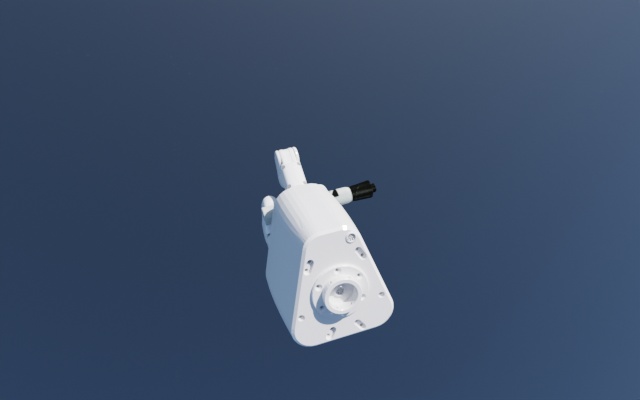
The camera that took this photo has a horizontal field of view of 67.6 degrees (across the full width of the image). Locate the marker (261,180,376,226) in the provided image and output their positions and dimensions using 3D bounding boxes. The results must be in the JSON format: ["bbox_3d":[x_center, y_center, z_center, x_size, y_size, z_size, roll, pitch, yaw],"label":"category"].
[{"bbox_3d":[0.000,0.002,0.491,0.121,0.020,0.020,-15,3,-11],"label":"marker"}]
